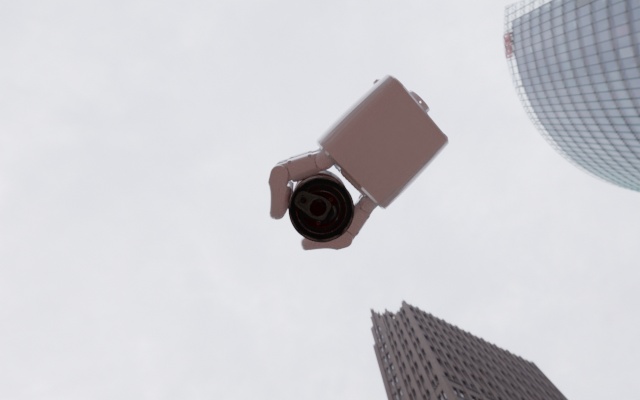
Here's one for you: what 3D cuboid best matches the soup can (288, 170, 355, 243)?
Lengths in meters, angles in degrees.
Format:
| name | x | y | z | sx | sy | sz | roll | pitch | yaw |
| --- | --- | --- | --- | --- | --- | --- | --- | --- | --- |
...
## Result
| name | x | y | z | sx | sy | sz | roll | pitch | yaw |
| --- | --- | --- | --- | --- | --- | --- | --- | --- | --- |
| soup can | 0.000 | 0.002 | 0.535 | 0.068 | 0.068 | 0.102 | 0 | 9 | -1 |
